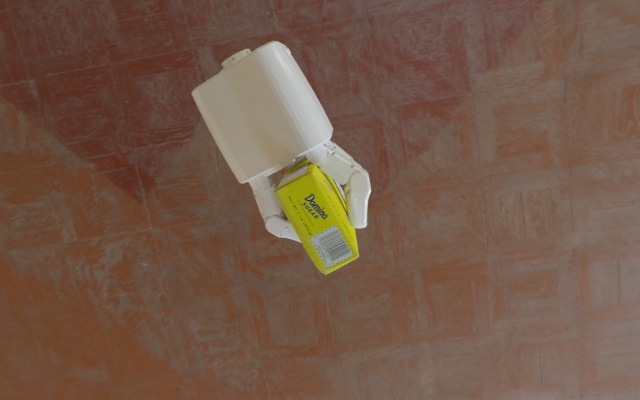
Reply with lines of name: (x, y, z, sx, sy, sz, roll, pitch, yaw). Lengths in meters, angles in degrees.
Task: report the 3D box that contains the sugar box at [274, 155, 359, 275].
sugar box: (0.000, 0.001, 0.511, 0.048, 0.093, 0.176, -27, 12, 10)
